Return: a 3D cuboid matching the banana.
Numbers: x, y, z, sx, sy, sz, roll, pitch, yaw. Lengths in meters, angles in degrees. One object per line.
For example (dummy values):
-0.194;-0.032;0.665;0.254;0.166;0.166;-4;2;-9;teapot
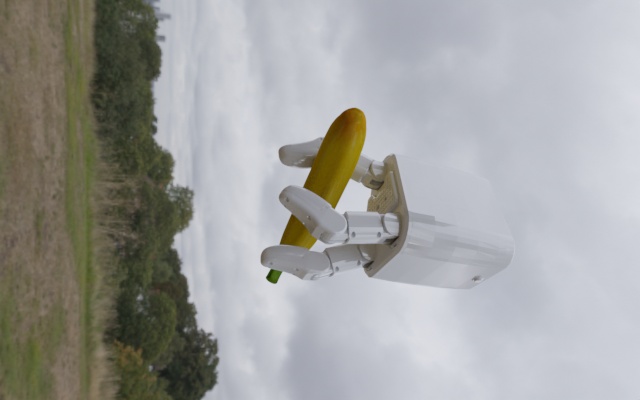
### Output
0.002;-0.006;0.430;0.037;0.198;0.069;22;35;-5;banana
